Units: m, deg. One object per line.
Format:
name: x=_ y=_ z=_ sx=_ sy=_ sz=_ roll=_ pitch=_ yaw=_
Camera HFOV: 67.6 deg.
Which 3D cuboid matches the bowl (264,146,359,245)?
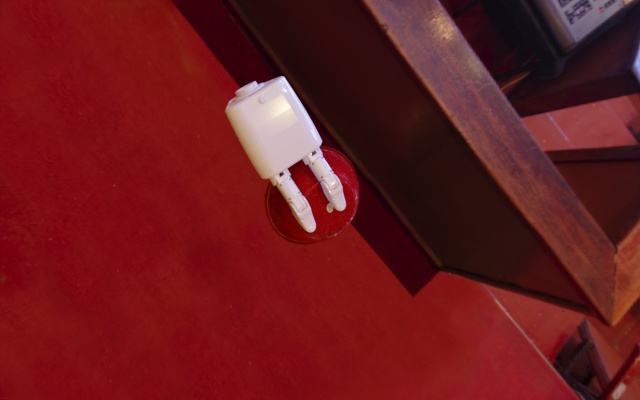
bowl: x=0.001 y=0.003 z=0.723 sx=0.162 sy=0.162 sz=0.055 roll=0 pitch=19 yaw=-28
